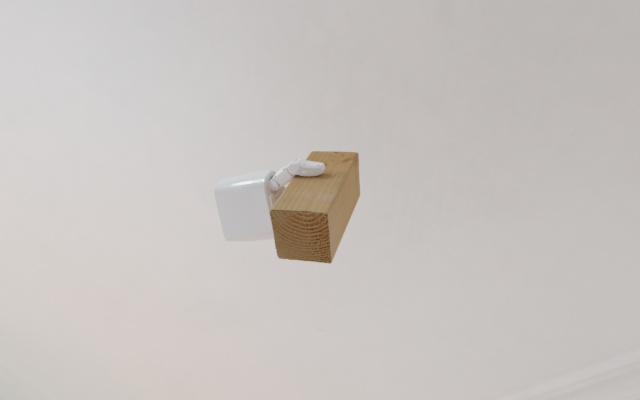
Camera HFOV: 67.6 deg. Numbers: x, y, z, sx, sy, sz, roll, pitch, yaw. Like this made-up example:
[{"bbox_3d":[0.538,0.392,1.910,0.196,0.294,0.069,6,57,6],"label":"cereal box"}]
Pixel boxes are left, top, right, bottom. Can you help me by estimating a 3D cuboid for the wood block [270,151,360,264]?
[{"bbox_3d":[0.000,0.002,0.782,0.090,0.091,0.206,4,31,16],"label":"wood block"}]
